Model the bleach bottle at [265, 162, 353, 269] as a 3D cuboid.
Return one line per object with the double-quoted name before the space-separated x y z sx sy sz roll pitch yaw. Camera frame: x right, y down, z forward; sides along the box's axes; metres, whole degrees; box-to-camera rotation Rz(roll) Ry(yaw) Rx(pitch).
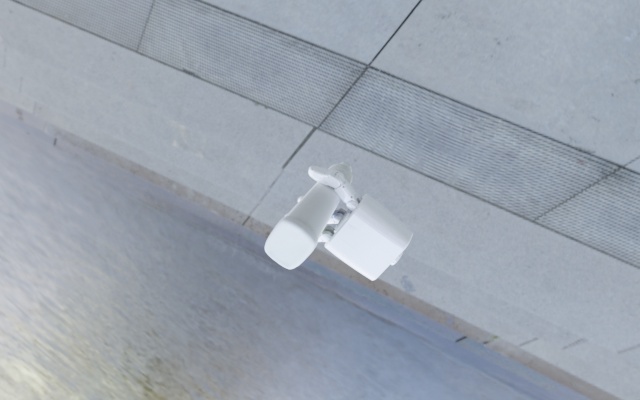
"bleach bottle" 0.000 0.003 0.815 0.103 0.068 0.250 -51 2 43
